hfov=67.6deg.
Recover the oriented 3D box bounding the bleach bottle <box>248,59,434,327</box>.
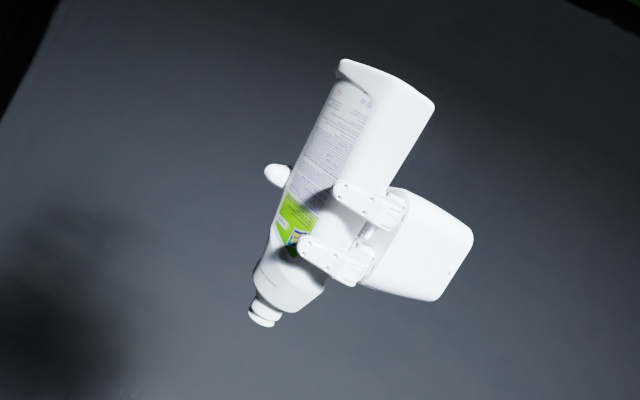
[{"bbox_3d":[0.000,0.001,0.444,0.068,0.251,0.102,23,12,-37],"label":"bleach bottle"}]
